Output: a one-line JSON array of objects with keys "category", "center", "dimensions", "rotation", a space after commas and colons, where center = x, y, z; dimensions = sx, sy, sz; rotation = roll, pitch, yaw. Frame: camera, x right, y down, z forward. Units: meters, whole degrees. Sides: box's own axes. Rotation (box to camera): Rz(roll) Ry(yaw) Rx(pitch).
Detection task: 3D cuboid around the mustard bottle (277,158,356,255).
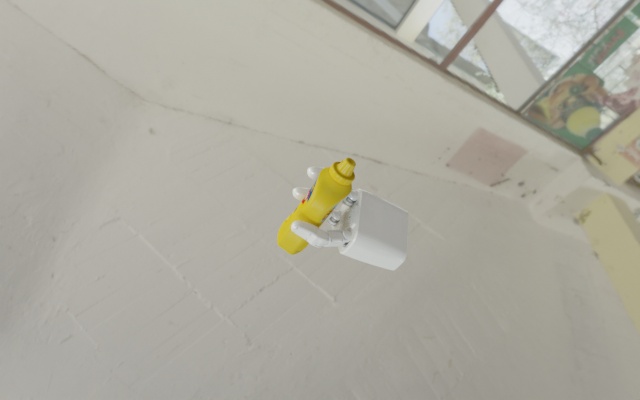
[{"category": "mustard bottle", "center": [0.000, 0.003, 0.778], "dimensions": [0.058, 0.192, 0.096], "rotation": [38, 37, -1]}]
